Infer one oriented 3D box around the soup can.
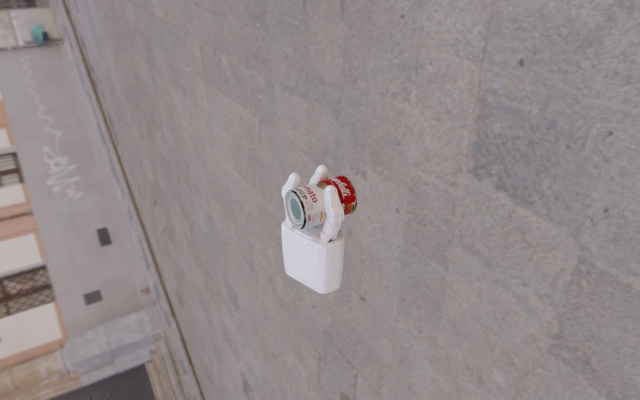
[{"bbox_3d":[0.000,0.002,0.790,0.102,0.068,0.068,-17,8,-27],"label":"soup can"}]
